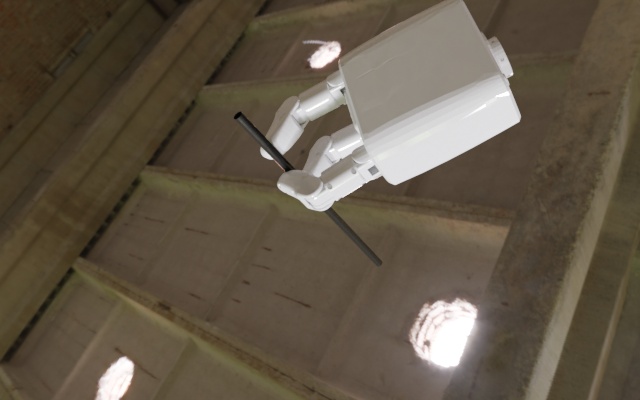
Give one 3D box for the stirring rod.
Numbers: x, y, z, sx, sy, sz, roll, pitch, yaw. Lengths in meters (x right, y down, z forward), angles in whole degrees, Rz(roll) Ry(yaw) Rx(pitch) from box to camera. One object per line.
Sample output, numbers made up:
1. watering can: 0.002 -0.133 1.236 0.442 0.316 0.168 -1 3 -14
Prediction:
1. stirring rod: 0.000 0.001 0.446 0.011 0.011 0.240 0 -34 40
